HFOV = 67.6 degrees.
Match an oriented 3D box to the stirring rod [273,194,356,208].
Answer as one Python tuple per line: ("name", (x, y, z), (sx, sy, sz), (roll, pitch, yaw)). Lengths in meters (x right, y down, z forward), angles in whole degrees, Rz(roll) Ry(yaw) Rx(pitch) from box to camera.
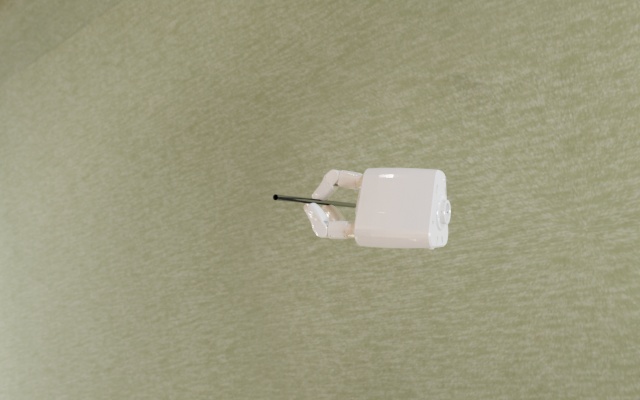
("stirring rod", (0.000, 0.002, 0.723), (0.011, 0.011, 0.239), (0, -3, 29))
